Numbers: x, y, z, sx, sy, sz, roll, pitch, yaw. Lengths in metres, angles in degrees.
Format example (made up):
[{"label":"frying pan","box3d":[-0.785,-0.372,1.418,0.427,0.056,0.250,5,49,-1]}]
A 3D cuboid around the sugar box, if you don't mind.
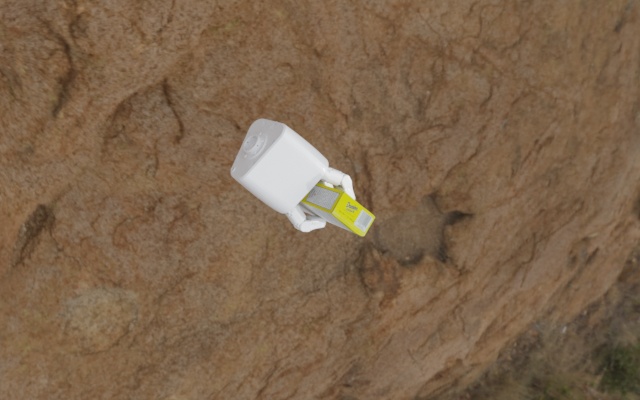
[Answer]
[{"label":"sugar box","box3d":[0.000,0.002,0.819,0.176,0.048,0.093,24,-10,48]}]
